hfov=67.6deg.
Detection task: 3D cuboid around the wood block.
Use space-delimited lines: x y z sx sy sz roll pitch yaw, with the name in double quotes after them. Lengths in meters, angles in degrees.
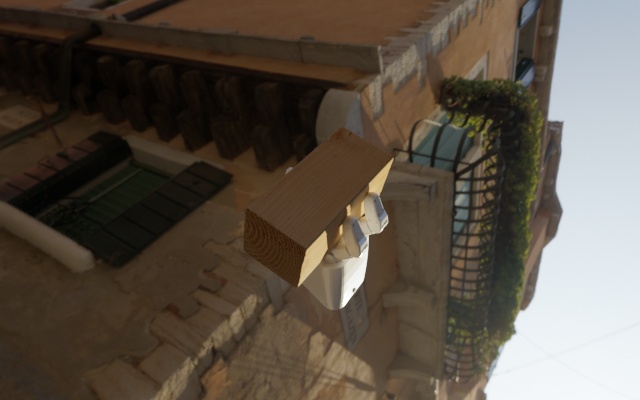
0.000 0.002 0.635 0.091 0.090 0.206 32 51 16 "wood block"
